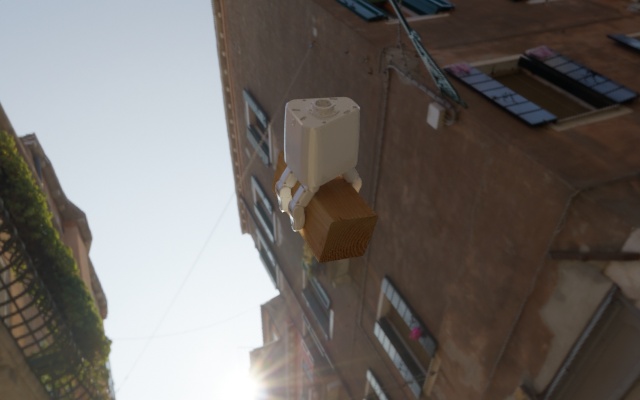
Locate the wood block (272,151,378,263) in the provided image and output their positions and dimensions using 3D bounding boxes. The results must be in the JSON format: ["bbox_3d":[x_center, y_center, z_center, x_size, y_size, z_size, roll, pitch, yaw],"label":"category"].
[{"bbox_3d":[0.000,0.002,0.832,0.091,0.090,0.206,-6,39,-29],"label":"wood block"}]
